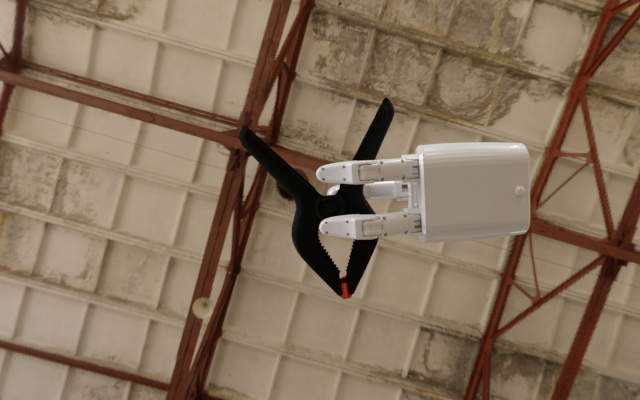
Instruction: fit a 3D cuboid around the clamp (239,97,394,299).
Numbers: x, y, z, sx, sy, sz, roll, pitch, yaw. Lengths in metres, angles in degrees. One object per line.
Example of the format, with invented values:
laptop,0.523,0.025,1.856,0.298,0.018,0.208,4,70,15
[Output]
clamp,0.000,0.002,0.513,0.164,0.210,0.036,-3,8,6
